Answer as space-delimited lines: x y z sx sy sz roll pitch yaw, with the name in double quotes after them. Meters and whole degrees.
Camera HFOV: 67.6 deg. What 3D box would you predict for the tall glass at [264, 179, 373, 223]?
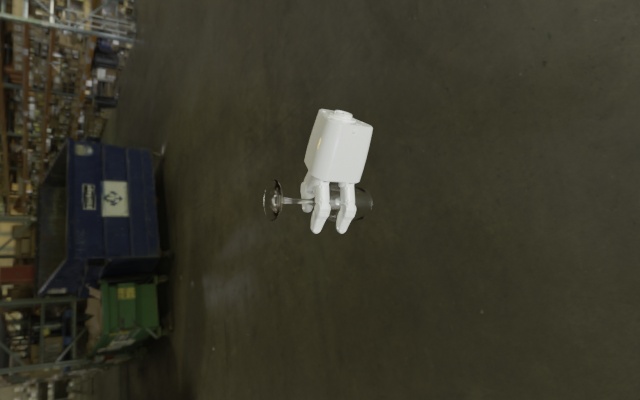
-0.001 0.003 0.899 0.201 0.079 0.079 3 -2 -31 "tall glass"
